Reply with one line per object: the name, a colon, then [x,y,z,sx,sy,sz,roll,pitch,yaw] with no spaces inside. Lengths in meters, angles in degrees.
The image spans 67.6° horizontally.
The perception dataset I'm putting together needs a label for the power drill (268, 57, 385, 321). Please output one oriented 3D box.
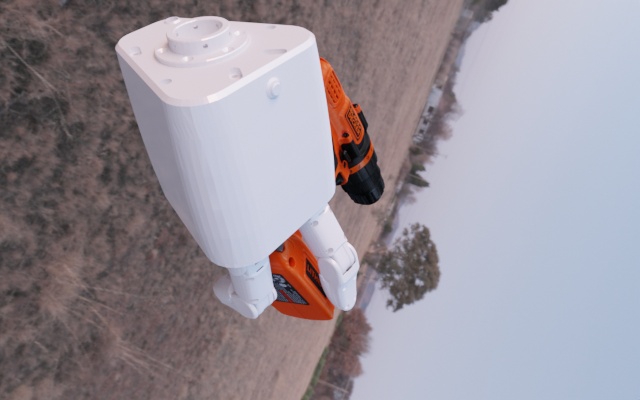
power drill: [0.000,0.002,0.411,0.057,0.187,0.184,-2,-35,29]
